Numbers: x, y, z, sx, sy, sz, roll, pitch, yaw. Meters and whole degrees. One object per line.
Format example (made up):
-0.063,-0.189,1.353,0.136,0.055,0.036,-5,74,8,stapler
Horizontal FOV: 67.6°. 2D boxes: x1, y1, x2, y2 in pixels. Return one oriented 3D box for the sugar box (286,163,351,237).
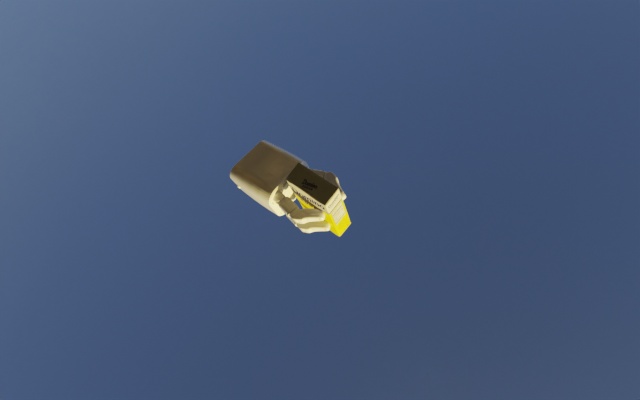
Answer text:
0.000,0.003,0.890,0.093,0.048,0.176,34,-9,22,sugar box
